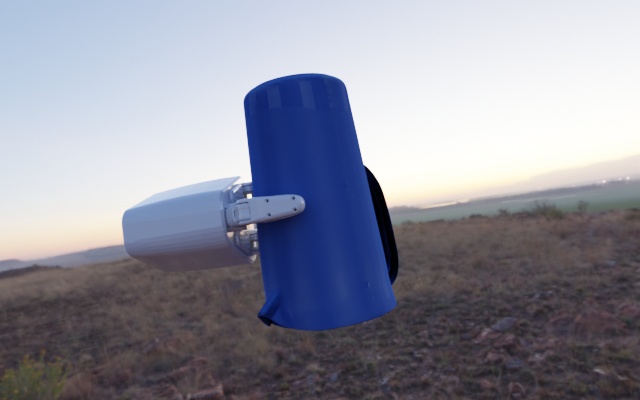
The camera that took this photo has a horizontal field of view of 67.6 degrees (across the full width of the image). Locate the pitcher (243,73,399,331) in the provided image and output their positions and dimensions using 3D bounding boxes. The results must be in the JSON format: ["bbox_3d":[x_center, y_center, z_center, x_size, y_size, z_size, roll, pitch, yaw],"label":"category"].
[{"bbox_3d":[0.000,0.002,0.496,0.145,0.243,0.149,-9,-2,6],"label":"pitcher"}]
